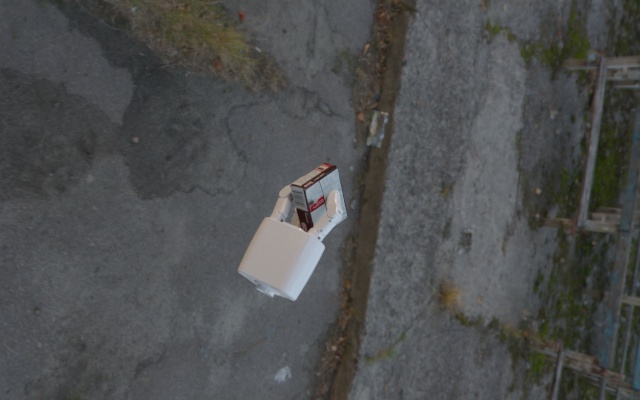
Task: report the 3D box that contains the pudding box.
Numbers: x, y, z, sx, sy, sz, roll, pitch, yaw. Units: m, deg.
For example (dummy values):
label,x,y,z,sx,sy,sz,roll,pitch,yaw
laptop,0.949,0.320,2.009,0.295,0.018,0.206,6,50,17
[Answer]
label,x,y,z,sx,sy,sz,roll,pitch,yaw
pudding box,0.000,0.003,0.855,0.039,0.114,0.090,18,42,40
